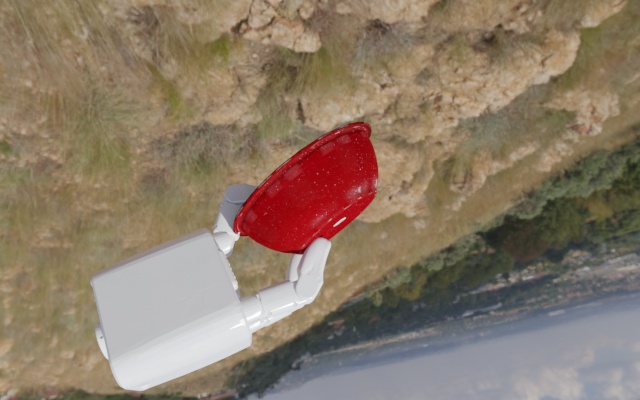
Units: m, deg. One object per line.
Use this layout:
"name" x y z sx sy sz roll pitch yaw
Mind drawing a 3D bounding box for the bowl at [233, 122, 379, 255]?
"bowl" 0.001 0.001 0.446 0.162 0.055 0.162 -37 -12 -9
